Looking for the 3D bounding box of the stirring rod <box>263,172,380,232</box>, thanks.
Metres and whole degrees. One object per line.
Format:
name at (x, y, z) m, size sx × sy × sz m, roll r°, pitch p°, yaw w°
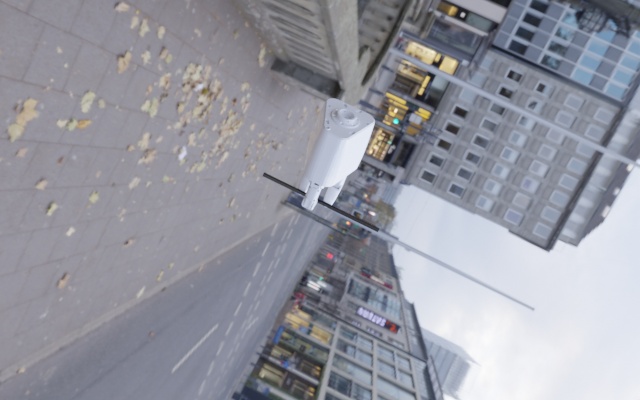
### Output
stirring rod at (0.000, 0.003, 0.895) m, size 0.239 × 0.011 × 0.011 m, roll 26°, pitch 2°, yaw 4°
